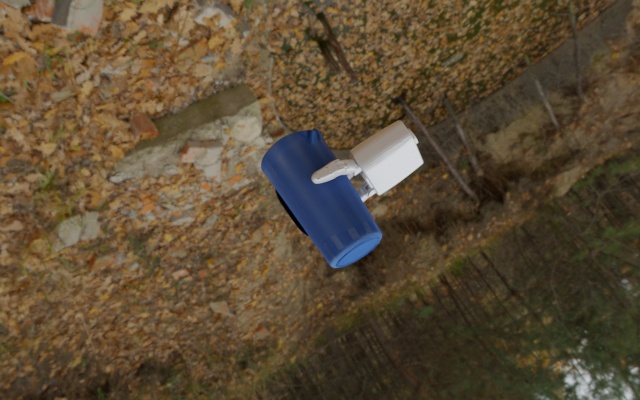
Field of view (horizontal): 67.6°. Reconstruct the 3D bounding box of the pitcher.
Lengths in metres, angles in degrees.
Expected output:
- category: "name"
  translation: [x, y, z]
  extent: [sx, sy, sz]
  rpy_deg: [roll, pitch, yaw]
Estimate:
- category: "pitcher"
  translation: [0.000, 0.003, 0.877]
  extent: [0.145, 0.242, 0.149]
  rpy_deg: [-34, -21, 3]
